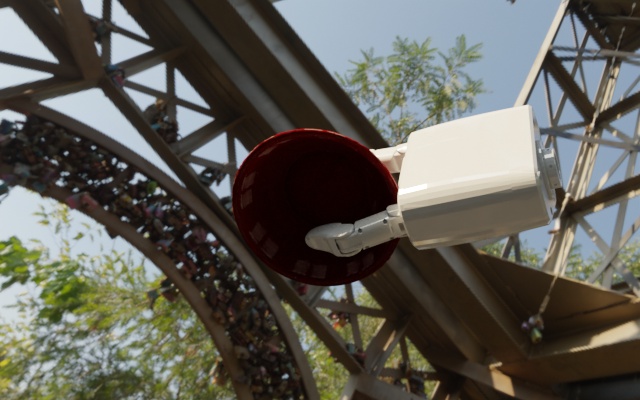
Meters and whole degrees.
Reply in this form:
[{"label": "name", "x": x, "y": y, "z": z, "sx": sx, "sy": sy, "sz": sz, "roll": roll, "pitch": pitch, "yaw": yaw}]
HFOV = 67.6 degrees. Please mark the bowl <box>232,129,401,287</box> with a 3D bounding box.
[{"label": "bowl", "x": -0.001, "y": 0.001, "z": 0.461, "sx": 0.162, "sy": 0.162, "sz": 0.055, "roll": 0, "pitch": 26, "yaw": 13}]
